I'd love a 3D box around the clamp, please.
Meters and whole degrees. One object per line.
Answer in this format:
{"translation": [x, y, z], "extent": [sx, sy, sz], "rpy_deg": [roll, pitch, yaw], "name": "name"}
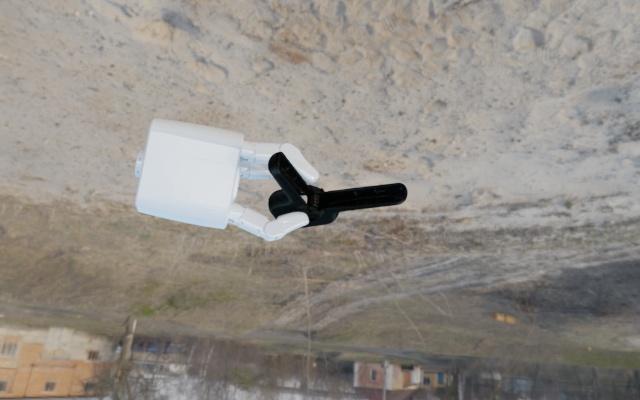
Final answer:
{"translation": [0.000, 0.003, 0.601], "extent": [0.164, 0.036, 0.210], "rpy_deg": [12, -20, -12], "name": "clamp"}
